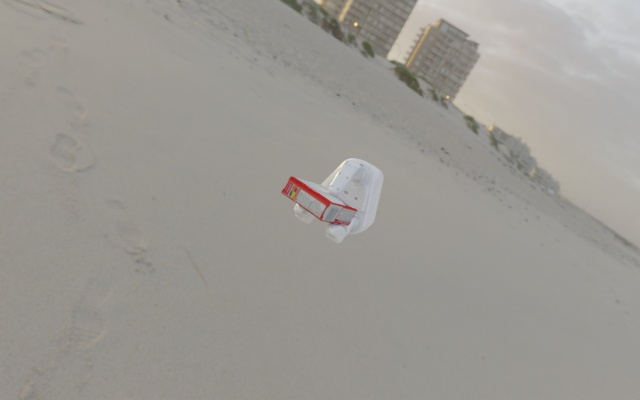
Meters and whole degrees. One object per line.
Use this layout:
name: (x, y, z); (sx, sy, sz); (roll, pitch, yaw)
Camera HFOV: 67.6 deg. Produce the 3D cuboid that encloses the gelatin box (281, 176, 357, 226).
gelatin box: (0.000, 0.002, 0.652); (0.073, 0.030, 0.089); (35, 9, 27)
